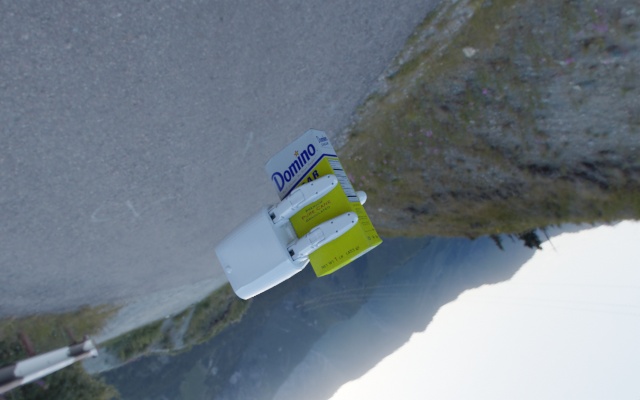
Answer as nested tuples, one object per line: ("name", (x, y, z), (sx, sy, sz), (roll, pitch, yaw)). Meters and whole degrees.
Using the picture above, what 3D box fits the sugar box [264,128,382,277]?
("sugar box", (0.000, 0.002, 0.640), (0.093, 0.176, 0.048), (-34, -12, 26))
